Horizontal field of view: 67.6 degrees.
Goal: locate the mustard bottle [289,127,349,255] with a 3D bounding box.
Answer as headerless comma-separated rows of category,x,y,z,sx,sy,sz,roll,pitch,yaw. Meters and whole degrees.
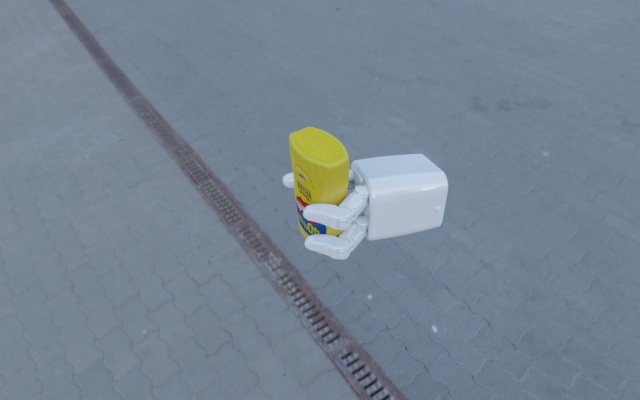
mustard bottle,0.000,0.002,0.652,0.058,0.192,0.096,-26,46,-24
